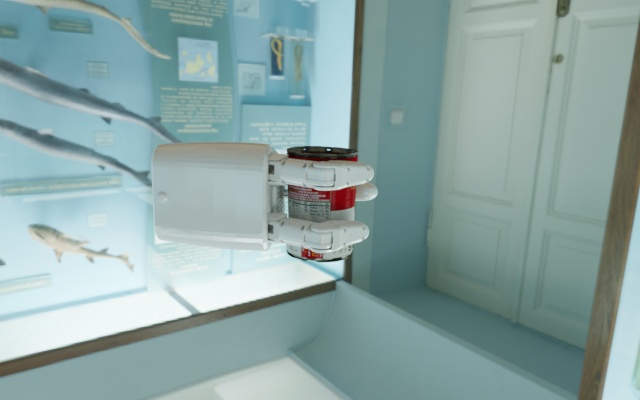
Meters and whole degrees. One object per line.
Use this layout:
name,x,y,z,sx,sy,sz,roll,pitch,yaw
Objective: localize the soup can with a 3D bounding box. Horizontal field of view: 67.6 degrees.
soup can,0.001,0.002,0.463,0.068,0.102,0.068,2,12,0
